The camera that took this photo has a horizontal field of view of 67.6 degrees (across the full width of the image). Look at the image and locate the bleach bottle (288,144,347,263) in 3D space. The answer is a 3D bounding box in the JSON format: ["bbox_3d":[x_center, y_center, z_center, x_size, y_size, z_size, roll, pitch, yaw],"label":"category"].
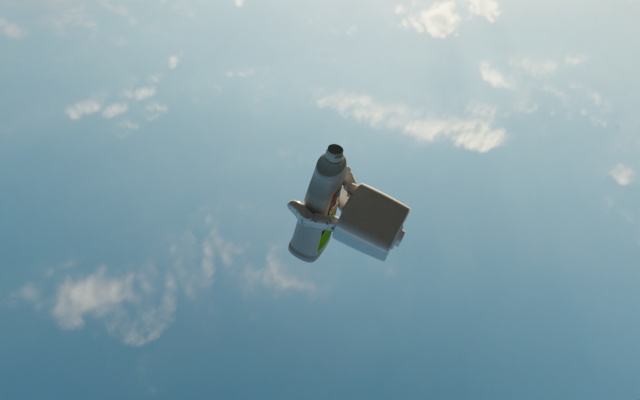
[{"bbox_3d":[0.000,0.003,0.899,0.068,0.251,0.102,27,47,12],"label":"bleach bottle"}]
